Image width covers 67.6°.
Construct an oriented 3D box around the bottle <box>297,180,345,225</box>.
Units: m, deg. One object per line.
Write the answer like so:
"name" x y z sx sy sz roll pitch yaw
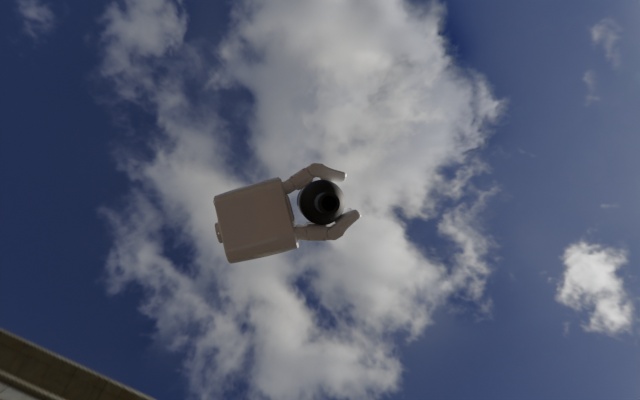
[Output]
"bottle" 0.000 0.002 0.731 0.069 0.069 0.295 0 1 -4
